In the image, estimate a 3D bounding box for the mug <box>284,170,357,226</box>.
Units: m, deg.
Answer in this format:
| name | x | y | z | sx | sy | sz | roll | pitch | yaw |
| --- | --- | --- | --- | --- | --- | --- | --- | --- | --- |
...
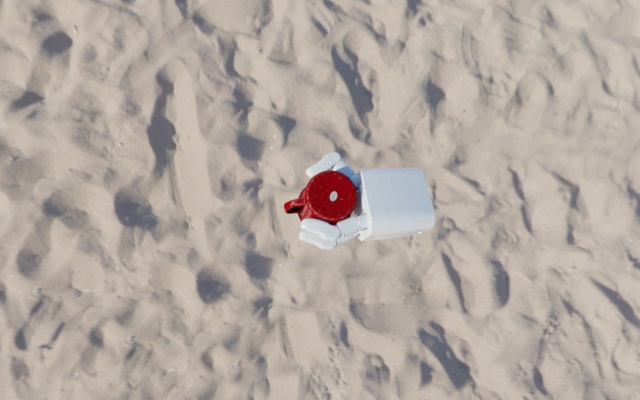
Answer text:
| name | x | y | z | sx | sy | sz | roll | pitch | yaw |
| --- | --- | --- | --- | --- | --- | --- | --- | --- | --- |
| mug | -0.001 | 0.002 | 0.755 | 0.117 | 0.093 | 0.081 | -5 | -14 | -9 |
